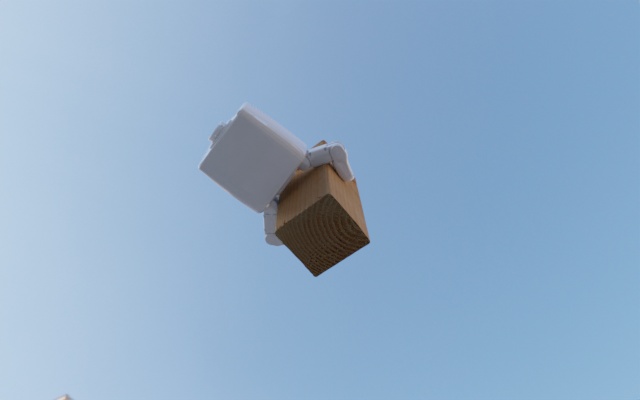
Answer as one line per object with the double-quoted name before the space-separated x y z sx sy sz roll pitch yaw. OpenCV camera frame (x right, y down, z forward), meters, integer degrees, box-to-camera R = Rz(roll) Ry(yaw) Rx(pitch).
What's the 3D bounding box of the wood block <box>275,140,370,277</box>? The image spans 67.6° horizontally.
"wood block" 0.000 0.002 0.687 0.091 0.090 0.206 -35 22 14
